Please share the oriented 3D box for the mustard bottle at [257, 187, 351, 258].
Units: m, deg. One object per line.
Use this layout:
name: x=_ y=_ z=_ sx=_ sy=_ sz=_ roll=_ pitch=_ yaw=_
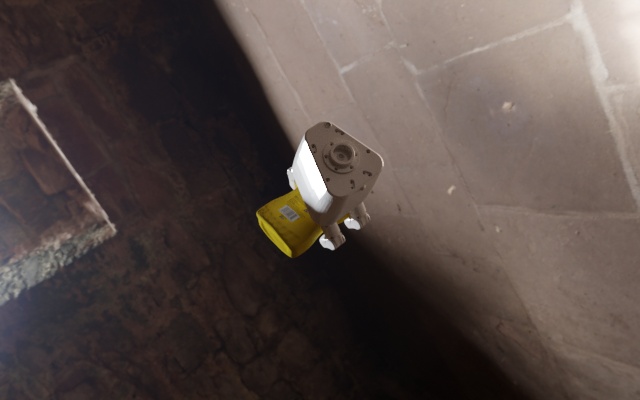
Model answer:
mustard bottle: x=0.000 y=0.003 z=0.762 sx=0.191 sy=0.058 sz=0.096 roll=-36 pitch=55 yaw=-21
